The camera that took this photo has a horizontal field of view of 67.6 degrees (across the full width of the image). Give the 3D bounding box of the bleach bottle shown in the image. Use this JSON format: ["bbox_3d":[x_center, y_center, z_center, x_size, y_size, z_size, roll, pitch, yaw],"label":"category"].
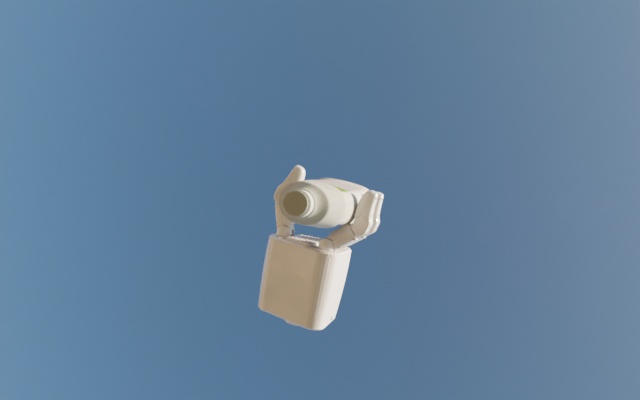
[{"bbox_3d":[0.000,0.002,0.637,0.102,0.068,0.251,12,3,16],"label":"bleach bottle"}]
